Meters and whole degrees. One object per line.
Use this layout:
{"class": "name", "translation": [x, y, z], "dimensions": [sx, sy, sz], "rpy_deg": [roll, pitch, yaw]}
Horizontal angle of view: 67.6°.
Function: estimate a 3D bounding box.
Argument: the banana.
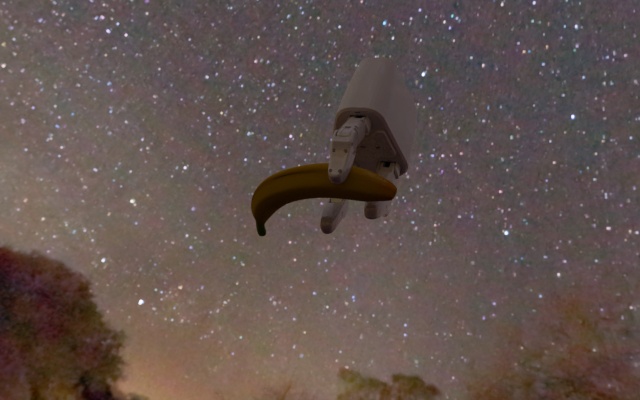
{"class": "banana", "translation": [-0.013, -0.010, 0.532], "dimensions": [0.198, 0.037, 0.070], "rpy_deg": [-16, -51, 36]}
